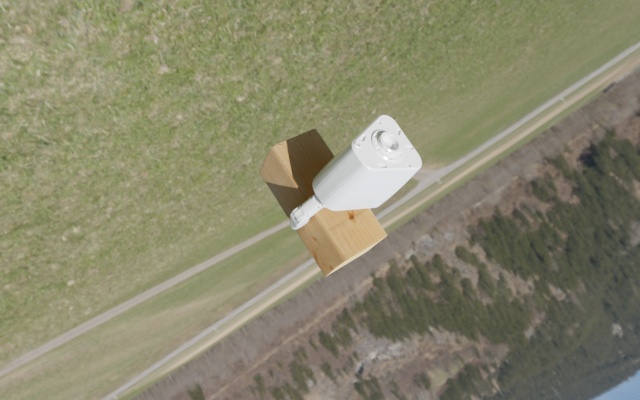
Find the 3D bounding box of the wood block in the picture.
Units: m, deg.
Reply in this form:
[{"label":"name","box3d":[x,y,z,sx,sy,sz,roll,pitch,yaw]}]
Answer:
[{"label":"wood block","box3d":[0.000,0.003,0.762,0.091,0.206,0.090,-27,-12,-29]}]
